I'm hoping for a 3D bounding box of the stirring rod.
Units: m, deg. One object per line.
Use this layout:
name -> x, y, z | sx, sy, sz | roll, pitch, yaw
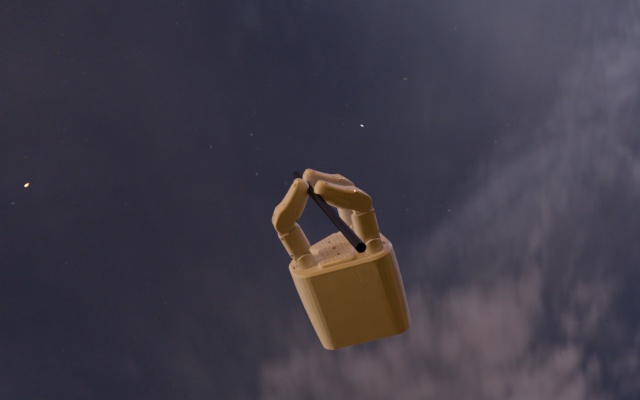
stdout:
stirring rod -> 0.000, 0.002, 0.457 | 0.011, 0.011, 0.239 | 0, 16, -15
